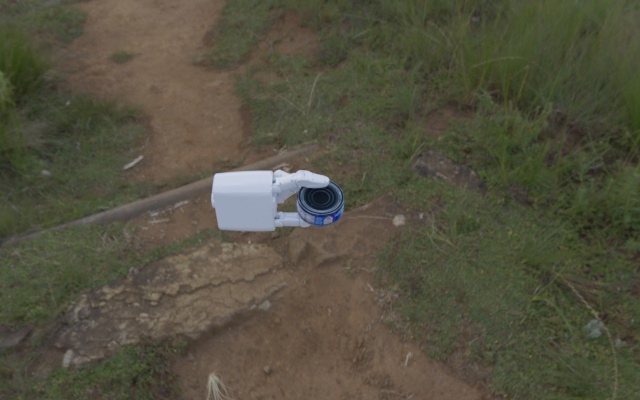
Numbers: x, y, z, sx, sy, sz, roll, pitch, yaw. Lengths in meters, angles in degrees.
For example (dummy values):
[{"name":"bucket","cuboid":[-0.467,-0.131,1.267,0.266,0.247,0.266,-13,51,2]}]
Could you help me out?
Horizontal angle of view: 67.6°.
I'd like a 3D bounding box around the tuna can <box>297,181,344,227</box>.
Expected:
[{"name":"tuna can","cuboid":[0.000,0.002,0.856,0.086,0.086,0.034,0,-39,-4]}]
